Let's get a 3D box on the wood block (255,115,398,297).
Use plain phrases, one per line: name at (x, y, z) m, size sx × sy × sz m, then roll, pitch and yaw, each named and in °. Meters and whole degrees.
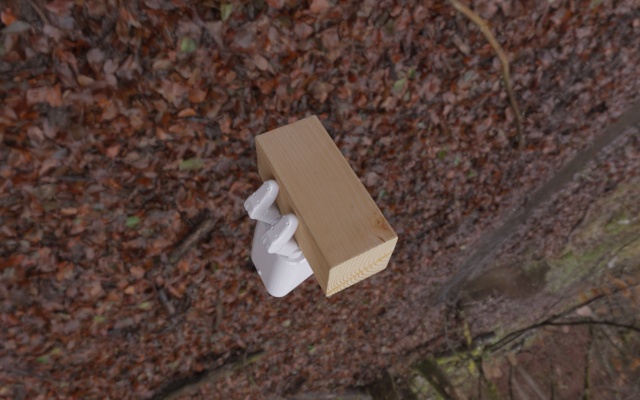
wood block at (0.000, 0.002, 0.613) m, size 0.091 × 0.206 × 0.090 m, roll -23°, pitch -28°, yaw -16°
